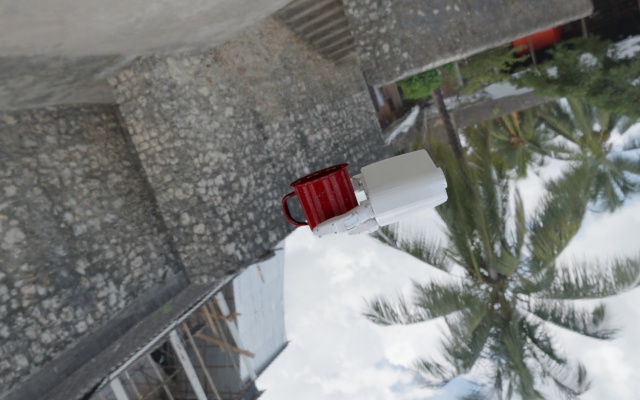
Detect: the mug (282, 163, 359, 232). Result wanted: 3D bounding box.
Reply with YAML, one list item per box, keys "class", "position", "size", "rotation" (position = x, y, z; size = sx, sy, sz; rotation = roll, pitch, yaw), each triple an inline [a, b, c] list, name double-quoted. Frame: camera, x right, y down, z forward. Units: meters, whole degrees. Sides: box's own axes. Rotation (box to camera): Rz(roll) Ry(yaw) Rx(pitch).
- class: "mug"
  position: [-0.001, 0.003, 0.712]
  size: [0.117, 0.081, 0.093]
  rotation: [-19, 10, 7]
